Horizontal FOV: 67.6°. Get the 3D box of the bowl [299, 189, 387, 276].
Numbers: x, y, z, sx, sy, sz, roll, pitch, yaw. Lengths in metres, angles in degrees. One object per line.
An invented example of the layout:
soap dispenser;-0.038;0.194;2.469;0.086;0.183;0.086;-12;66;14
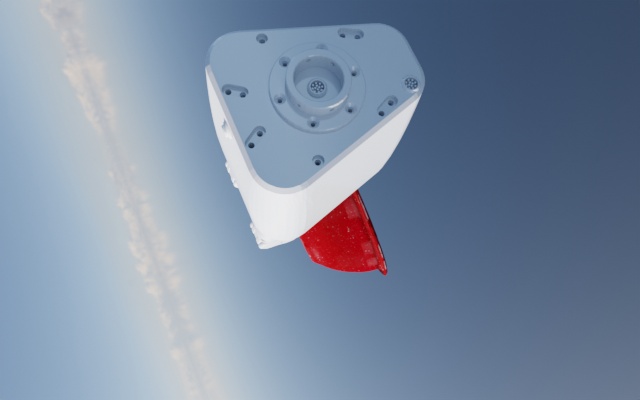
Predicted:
bowl;0.000;0.002;0.421;0.055;0.162;0.162;-24;0;-1
